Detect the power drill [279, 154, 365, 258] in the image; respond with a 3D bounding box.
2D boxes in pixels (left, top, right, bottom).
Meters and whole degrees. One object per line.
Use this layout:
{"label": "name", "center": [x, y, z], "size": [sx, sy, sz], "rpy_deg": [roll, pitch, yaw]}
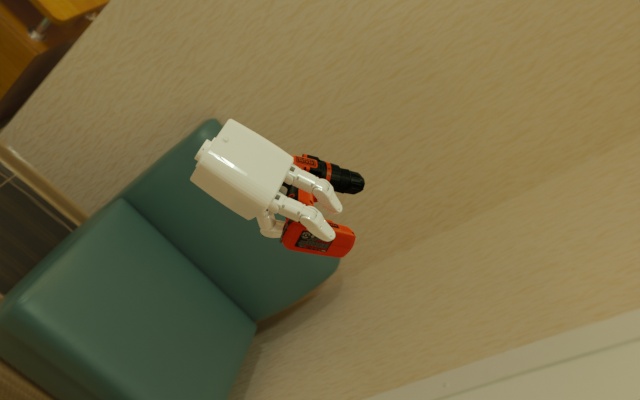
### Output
{"label": "power drill", "center": [0.000, 0.003, 0.756], "size": [0.184, 0.057, 0.187], "rpy_deg": [10, 38, -19]}
